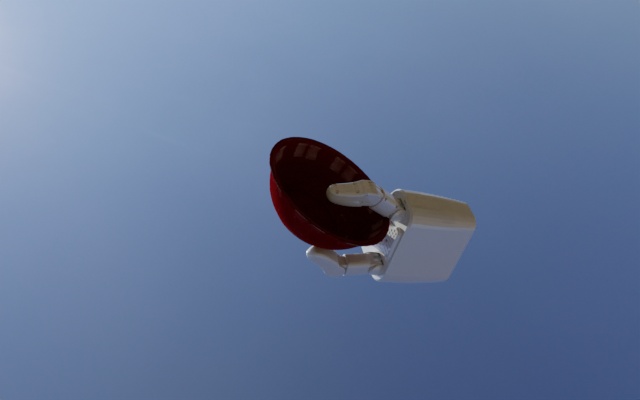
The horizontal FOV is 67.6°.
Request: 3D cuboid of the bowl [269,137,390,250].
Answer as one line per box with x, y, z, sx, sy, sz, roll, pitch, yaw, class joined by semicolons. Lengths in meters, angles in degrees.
-0.001;0.002;0.551;0.162;0.162;0.055;0;-40;-45;bowl
